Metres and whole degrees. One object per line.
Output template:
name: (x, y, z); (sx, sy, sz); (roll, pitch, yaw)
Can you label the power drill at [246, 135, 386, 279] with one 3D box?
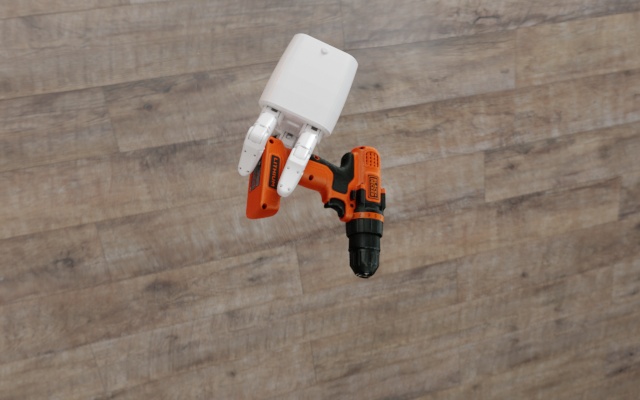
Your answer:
power drill: (0.000, 0.002, 0.623); (0.188, 0.184, 0.057); (12, -23, -27)
